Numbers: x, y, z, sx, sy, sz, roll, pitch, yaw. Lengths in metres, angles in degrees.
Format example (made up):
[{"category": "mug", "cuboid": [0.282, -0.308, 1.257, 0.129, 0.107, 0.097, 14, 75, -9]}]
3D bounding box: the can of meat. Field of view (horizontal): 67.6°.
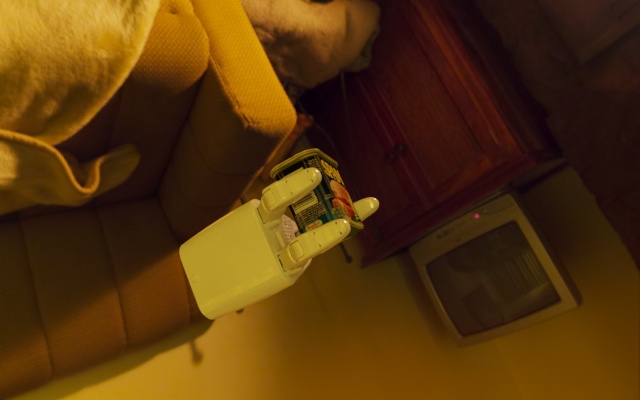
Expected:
[{"category": "can of meat", "cuboid": [0.000, 0.002, 0.506, 0.057, 0.084, 0.102, -27, -14, 12]}]
